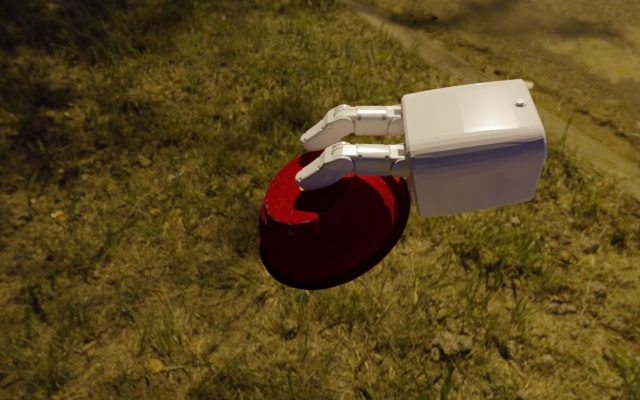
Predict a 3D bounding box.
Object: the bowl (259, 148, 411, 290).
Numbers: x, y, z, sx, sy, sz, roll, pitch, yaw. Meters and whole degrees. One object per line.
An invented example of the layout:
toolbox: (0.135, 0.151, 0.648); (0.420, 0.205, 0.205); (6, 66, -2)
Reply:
bowl: (-0.001, 0.002, 0.454); (0.162, 0.162, 0.055); (0, -39, 32)
